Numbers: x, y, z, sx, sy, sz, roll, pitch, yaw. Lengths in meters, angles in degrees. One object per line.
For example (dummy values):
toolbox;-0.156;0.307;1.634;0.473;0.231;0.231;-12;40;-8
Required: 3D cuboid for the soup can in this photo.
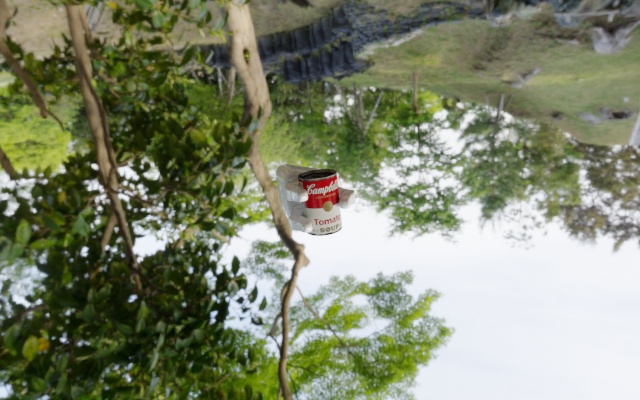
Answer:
soup can;0.000;0.003;0.827;0.068;0.102;0.068;-6;16;2
